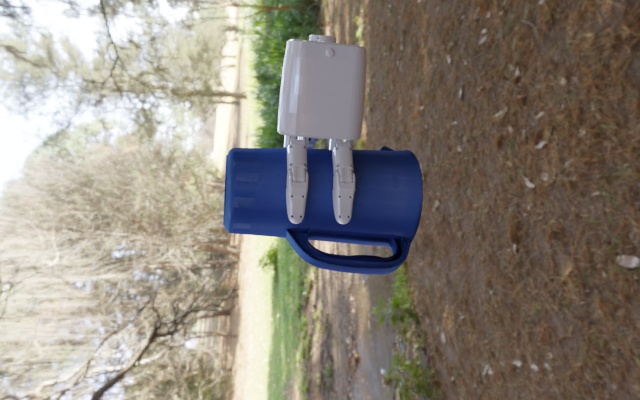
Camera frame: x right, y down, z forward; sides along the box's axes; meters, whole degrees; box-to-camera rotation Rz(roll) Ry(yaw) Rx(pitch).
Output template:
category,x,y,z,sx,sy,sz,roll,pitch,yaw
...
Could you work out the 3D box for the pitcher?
category,x,y,z,sx,sy,sz,roll,pitch,yaw
pitcher,0.000,0.002,0.613,0.243,0.145,0.149,2,15,-11
